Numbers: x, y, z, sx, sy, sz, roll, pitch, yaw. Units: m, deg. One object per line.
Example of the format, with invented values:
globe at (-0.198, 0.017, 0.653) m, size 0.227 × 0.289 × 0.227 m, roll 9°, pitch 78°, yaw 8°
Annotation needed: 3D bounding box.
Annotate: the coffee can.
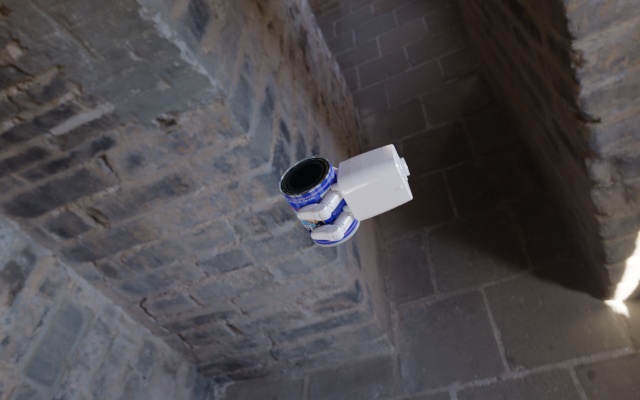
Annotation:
coffee can at (0.000, 0.003, 0.884) m, size 0.103 × 0.102 × 0.140 m, roll 0°, pitch -43°, yaw 35°
